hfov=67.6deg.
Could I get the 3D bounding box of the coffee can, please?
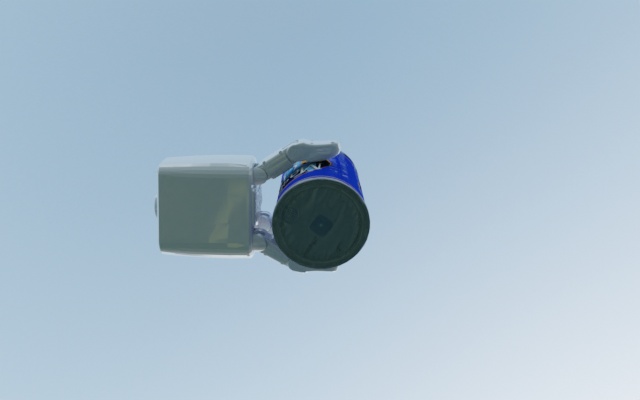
[{"bbox_3d":[0.000,0.002,0.559,0.103,0.103,0.140,0,21,0],"label":"coffee can"}]
